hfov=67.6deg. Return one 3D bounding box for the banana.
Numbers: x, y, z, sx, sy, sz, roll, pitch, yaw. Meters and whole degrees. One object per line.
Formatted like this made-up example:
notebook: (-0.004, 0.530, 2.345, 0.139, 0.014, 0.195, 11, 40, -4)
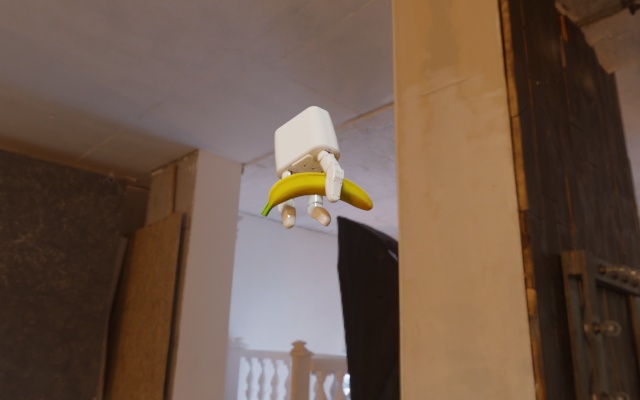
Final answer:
banana: (-0.001, -0.014, 0.791, 0.198, 0.070, 0.037, -2, 30, -18)
